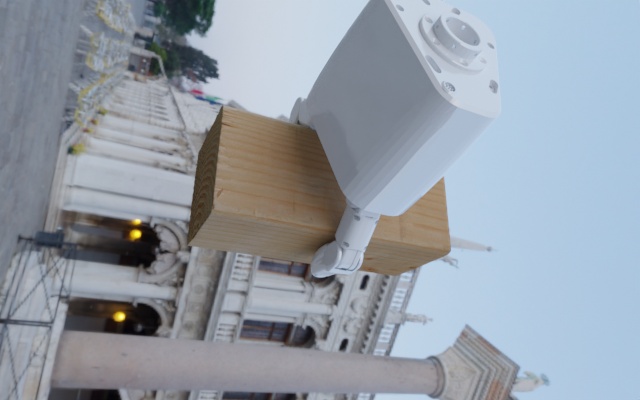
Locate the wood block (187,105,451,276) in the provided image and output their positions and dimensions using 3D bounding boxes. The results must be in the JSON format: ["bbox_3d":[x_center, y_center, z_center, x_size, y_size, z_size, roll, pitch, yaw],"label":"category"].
[{"bbox_3d":[0.000,0.002,0.416,0.206,0.090,0.090,12,-26,-23],"label":"wood block"}]
